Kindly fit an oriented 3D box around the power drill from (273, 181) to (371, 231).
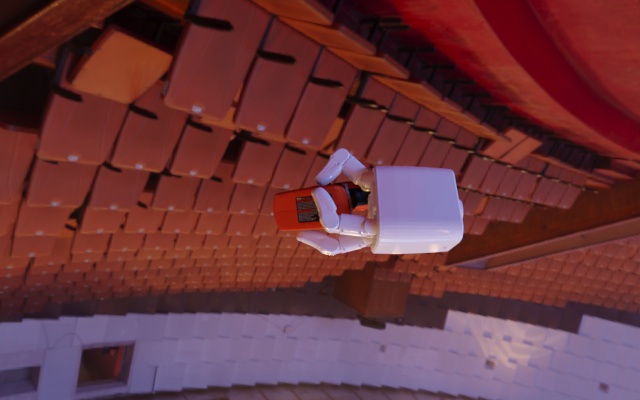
[{"bbox_3d":[0.000,0.002,0.716,0.184,0.057,0.187,-8,5,20],"label":"power drill"}]
